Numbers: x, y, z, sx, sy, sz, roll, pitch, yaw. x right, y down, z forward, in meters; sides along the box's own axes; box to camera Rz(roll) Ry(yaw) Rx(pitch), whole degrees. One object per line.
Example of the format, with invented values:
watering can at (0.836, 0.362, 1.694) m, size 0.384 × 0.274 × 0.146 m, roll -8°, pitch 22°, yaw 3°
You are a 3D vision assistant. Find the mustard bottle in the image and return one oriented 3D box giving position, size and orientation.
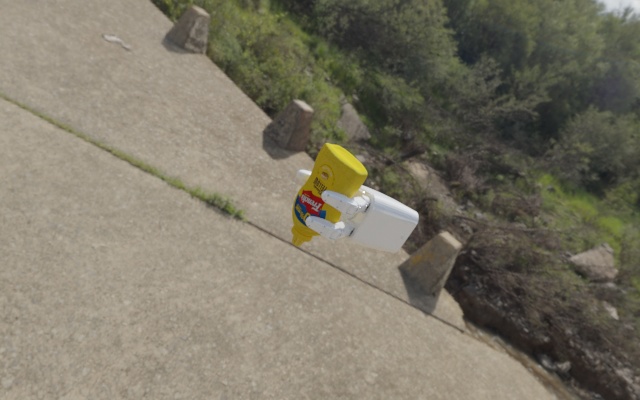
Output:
mustard bottle at (0.000, 0.002, 0.835) m, size 0.058 × 0.192 × 0.096 m, roll 2°, pitch 35°, yaw -48°
